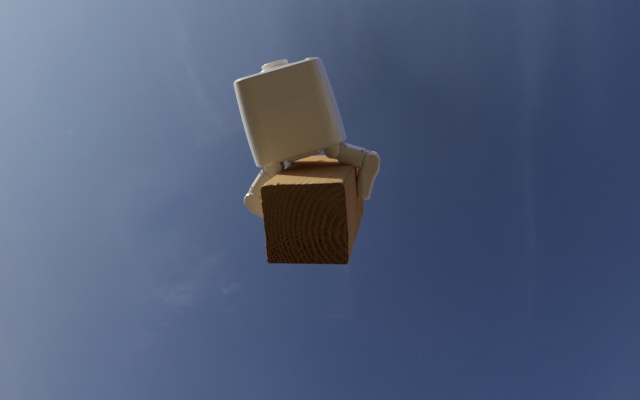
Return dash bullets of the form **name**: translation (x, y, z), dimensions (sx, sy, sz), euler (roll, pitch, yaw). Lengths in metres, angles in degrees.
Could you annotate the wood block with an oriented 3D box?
- **wood block**: translation (0.000, 0.002, 0.594), dimensions (0.091, 0.090, 0.206), euler (-1, 13, 10)
